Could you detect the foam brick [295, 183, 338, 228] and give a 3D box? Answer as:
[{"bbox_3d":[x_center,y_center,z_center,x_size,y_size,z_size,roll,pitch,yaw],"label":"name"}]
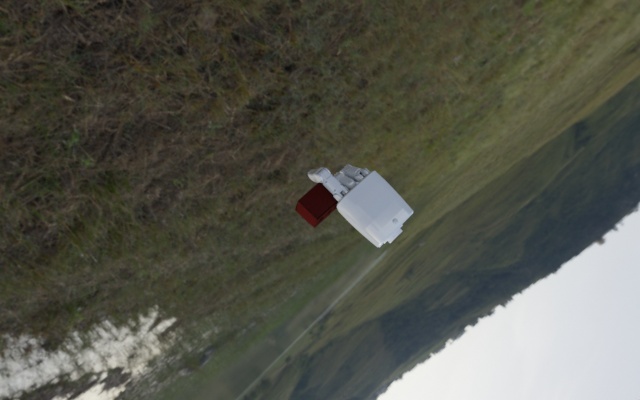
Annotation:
[{"bbox_3d":[0.000,0.003,0.883,0.078,0.051,0.053,-41,-9,-19],"label":"foam brick"}]
